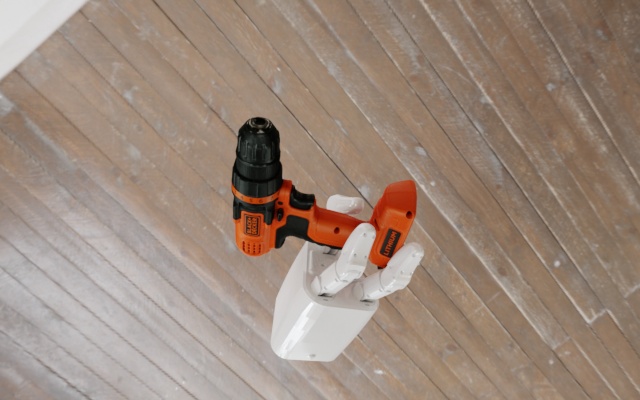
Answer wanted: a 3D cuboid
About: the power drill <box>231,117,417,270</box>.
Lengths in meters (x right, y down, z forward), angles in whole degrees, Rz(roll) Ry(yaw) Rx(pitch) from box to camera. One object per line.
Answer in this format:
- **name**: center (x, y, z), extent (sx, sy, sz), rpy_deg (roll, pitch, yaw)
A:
- **power drill**: center (0.000, 0.002, 0.499), extent (0.187, 0.057, 0.185), rpy_deg (11, -42, 0)
